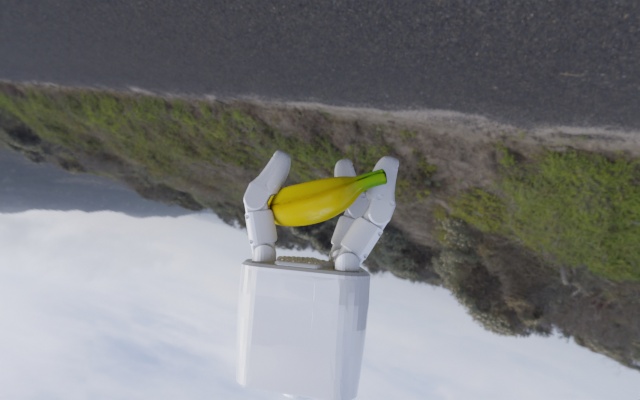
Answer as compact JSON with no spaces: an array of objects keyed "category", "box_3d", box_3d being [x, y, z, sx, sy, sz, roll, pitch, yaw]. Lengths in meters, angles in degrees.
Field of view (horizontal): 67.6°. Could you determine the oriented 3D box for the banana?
[{"category":"banana","box_3d":[-0.015,0.004,0.446,0.069,0.037,0.198,-8,0,-25]}]
